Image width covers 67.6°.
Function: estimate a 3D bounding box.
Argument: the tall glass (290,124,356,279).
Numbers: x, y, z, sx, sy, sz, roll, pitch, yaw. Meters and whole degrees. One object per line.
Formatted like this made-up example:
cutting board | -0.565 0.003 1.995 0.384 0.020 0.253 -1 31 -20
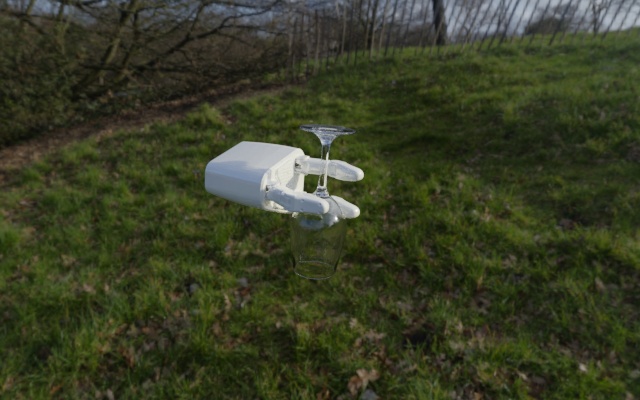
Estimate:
tall glass | 0.000 0.001 0.645 0.079 0.201 0.079 5 15 -1
